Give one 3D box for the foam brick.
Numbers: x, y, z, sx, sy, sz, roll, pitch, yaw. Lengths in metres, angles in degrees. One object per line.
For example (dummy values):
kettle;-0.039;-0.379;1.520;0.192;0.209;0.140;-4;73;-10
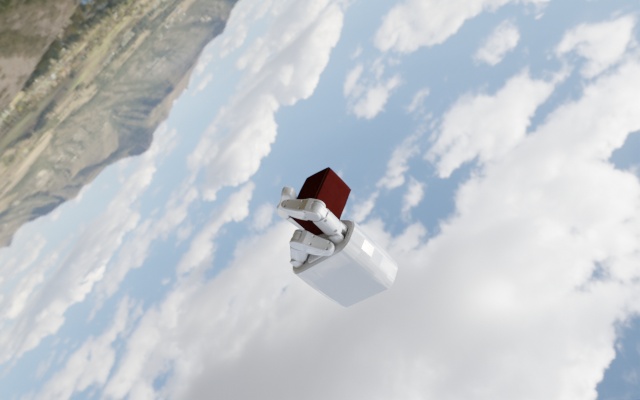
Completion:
foam brick;0.000;0.002;0.687;0.051;0.078;0.053;41;-38;-24
